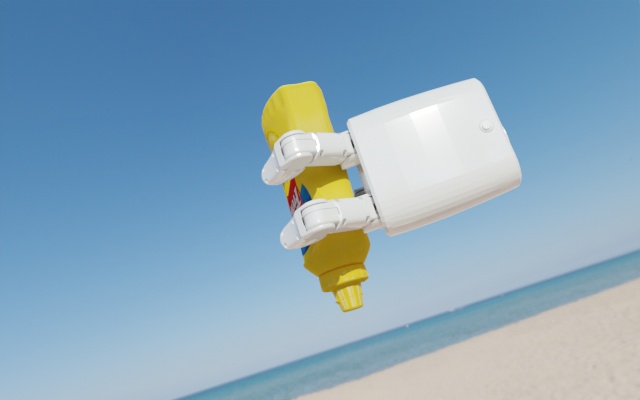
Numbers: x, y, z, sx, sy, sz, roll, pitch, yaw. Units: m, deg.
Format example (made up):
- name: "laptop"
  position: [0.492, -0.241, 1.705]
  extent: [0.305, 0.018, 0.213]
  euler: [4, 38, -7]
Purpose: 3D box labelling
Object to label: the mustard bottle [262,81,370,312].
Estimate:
- name: "mustard bottle"
  position: [0.000, 0.001, 0.416]
  extent: [0.058, 0.191, 0.096]
  euler: [-13, -17, -17]
